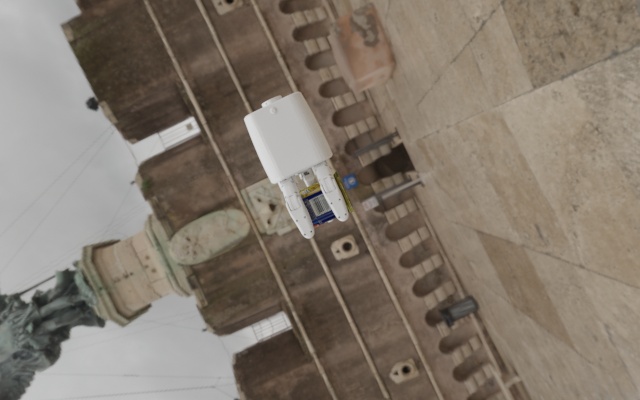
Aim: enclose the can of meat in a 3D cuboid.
[{"bbox_3d":[0.000,0.003,0.729,0.084,0.057,0.102,-24,10,4],"label":"can of meat"}]
